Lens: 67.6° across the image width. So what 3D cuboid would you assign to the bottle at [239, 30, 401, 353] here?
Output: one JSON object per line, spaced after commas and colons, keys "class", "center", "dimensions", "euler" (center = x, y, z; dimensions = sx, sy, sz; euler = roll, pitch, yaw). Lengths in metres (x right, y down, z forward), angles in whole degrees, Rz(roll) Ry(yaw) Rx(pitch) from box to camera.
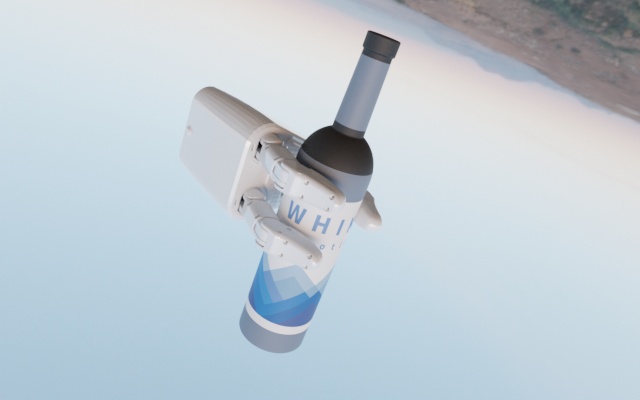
{"class": "bottle", "center": [0.000, 0.002, 0.421], "dimensions": [0.069, 0.296, 0.069], "euler": [18, 22, -8]}
